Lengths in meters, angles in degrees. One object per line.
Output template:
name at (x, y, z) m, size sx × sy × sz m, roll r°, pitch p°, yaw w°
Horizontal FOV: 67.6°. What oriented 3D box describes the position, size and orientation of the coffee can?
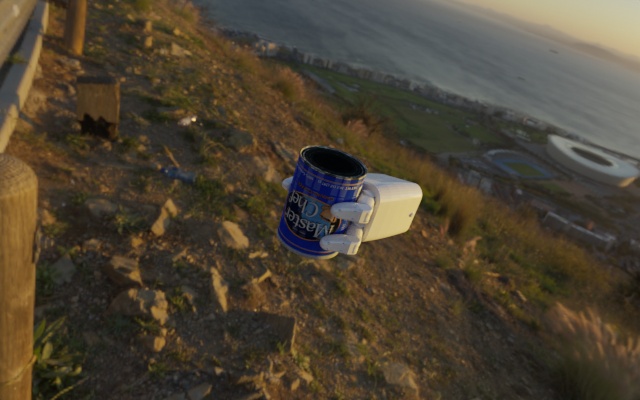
coffee can at (0.000, 0.002, 0.716) m, size 0.103 × 0.140 × 0.102 m, roll 14°, pitch 27°, yaw -7°
